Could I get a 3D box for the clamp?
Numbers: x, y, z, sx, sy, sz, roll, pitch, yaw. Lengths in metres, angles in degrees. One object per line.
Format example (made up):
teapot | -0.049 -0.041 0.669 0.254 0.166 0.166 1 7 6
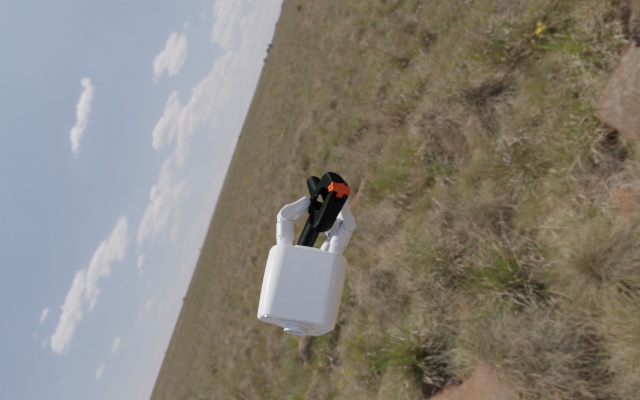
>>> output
clamp | -0.001 0.002 0.765 0.036 0.164 0.210 14 -26 -13
